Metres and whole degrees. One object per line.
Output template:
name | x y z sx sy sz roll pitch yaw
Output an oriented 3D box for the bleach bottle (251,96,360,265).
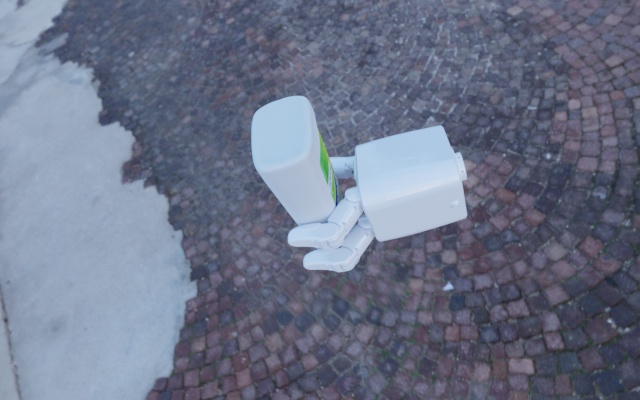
bleach bottle | 0.000 0.002 0.569 0.068 0.102 0.251 -15 -39 12
